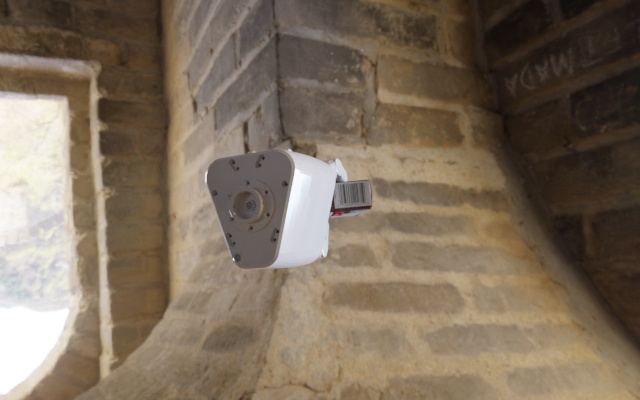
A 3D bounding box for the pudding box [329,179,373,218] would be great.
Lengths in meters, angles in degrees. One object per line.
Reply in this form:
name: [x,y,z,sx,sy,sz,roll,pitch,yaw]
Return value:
pudding box: [0.000,0.002,0.598,0.113,0.039,0.090,-3,-6,-9]
